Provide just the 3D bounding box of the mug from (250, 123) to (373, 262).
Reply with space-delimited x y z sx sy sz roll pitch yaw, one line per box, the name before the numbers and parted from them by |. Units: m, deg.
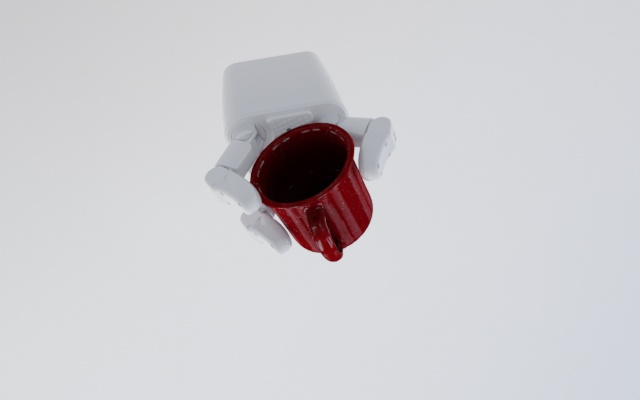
mug | 0.000 0.002 0.410 0.093 0.117 0.082 -23 -44 7
